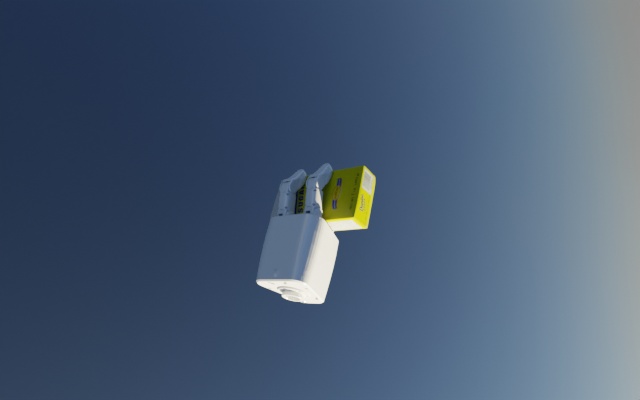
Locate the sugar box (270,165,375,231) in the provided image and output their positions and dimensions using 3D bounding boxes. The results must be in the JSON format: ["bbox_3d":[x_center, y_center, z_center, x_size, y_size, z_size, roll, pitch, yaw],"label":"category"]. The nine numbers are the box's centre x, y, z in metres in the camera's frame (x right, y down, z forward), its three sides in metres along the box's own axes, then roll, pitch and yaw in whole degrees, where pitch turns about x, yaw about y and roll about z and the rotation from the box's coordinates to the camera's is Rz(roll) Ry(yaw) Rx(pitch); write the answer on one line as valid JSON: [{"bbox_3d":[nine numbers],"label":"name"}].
[{"bbox_3d":[0.000,0.002,0.775,0.176,0.093,0.048,-7,-32,36],"label":"sugar box"}]
